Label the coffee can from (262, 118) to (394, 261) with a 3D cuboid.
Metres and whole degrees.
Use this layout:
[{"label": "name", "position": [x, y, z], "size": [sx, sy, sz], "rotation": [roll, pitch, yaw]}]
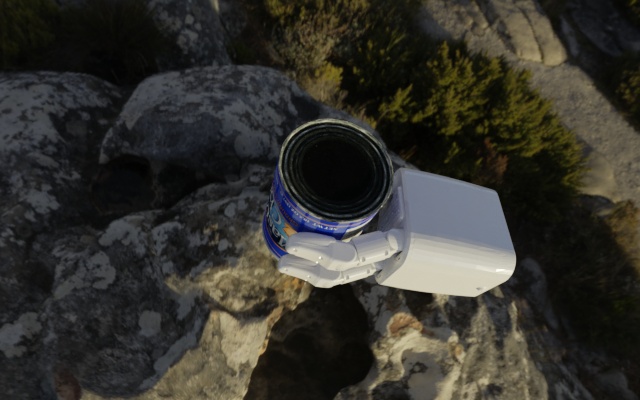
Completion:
[{"label": "coffee can", "position": [0.000, 0.002, 0.470], "size": [0.103, 0.102, 0.140], "rotation": [0, -25, -13]}]
